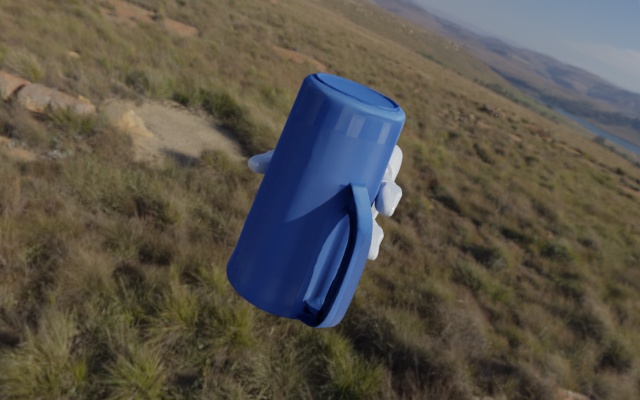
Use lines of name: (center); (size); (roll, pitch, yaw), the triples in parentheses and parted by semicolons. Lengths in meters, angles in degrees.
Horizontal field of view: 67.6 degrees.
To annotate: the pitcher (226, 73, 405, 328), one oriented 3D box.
pitcher: (0.000, 0.002, 0.505); (0.149, 0.243, 0.145); (26, 23, 10)
